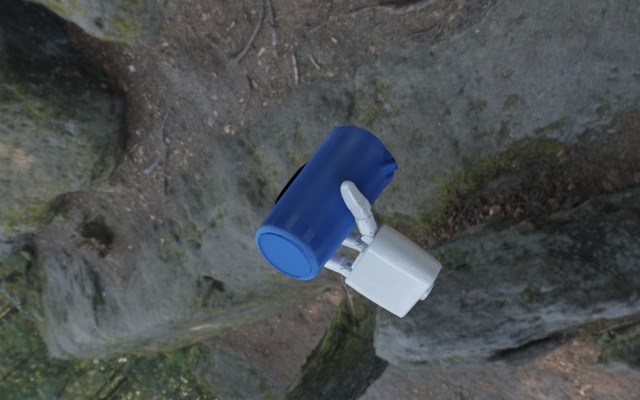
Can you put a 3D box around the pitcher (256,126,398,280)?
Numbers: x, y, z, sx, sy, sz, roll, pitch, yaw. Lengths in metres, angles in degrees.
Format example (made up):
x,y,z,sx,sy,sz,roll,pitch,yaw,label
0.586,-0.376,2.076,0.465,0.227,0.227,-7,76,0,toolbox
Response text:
x,y,z,sx,sy,sz,roll,pitch,yaw,label
0.000,0.003,0.750,0.145,0.242,0.149,35,-36,4,pitcher
